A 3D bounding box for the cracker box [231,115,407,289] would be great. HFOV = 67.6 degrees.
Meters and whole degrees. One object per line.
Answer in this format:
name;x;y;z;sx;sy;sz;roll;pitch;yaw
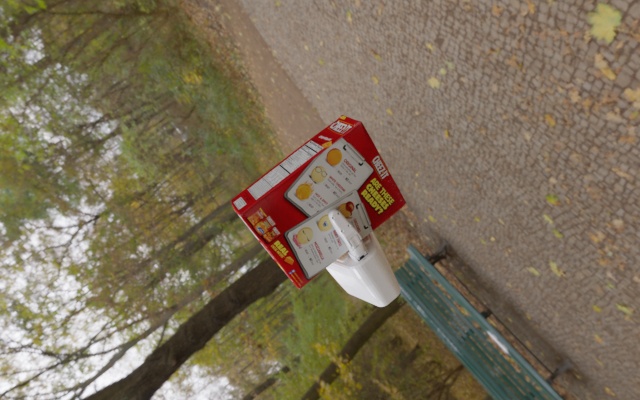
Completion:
cracker box;0.000;0.003;0.713;0.213;0.164;0.072;-38;31;-7
